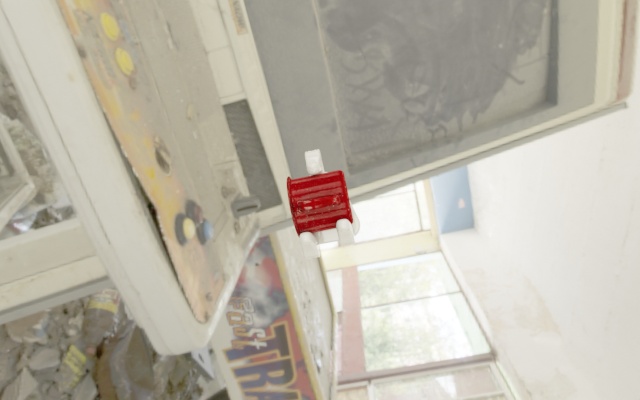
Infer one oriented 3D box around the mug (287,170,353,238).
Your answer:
[{"bbox_3d":[0.000,0.002,0.680,0.081,0.093,0.117,-11,-3,4],"label":"mug"}]
